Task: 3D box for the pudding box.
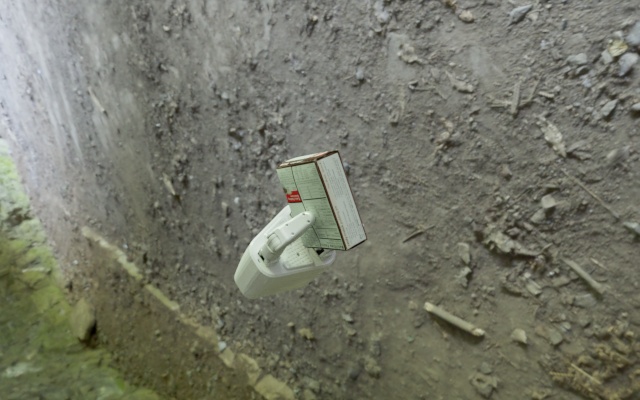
[{"bbox_3d":[0.000,0.002,0.564,0.039,0.113,0.090,-28,14,-33],"label":"pudding box"}]
